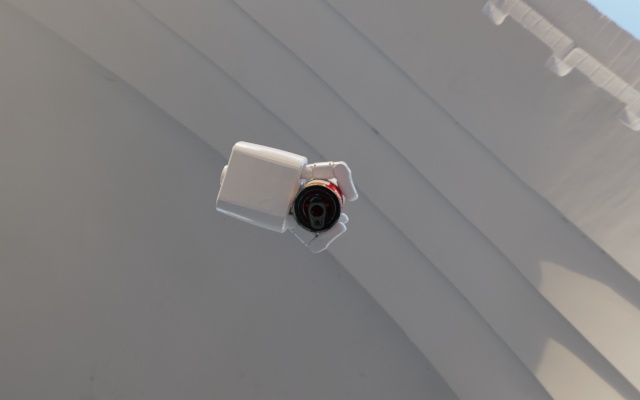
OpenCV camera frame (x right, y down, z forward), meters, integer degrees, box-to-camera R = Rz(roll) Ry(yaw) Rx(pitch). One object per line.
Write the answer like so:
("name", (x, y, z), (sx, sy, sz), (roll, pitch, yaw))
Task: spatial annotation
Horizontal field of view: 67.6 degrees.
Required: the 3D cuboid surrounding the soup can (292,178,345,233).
("soup can", (0.001, 0.002, 0.701), (0.068, 0.068, 0.102), (0, 11, 7))
